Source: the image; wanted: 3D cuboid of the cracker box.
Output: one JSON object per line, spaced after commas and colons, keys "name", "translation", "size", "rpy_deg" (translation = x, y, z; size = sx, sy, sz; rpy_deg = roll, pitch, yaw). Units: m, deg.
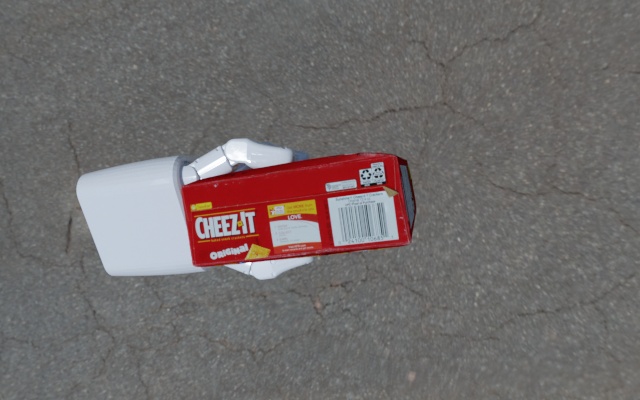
{"name": "cracker box", "translation": [0.000, 0.002, 0.438], "size": [0.164, 0.072, 0.213], "rpy_deg": [-8, 2, 13]}
